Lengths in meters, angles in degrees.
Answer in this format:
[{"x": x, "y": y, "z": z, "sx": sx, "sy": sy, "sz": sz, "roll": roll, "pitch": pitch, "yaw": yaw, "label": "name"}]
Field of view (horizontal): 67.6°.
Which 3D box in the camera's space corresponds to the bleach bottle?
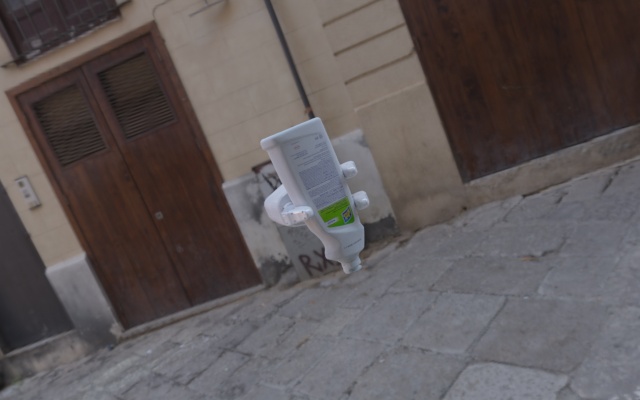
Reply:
[{"x": 0.000, "y": 0.002, "z": 0.760, "sx": 0.102, "sy": 0.251, "sz": 0.068, "roll": -25, "pitch": 10, "yaw": -19, "label": "bleach bottle"}]
